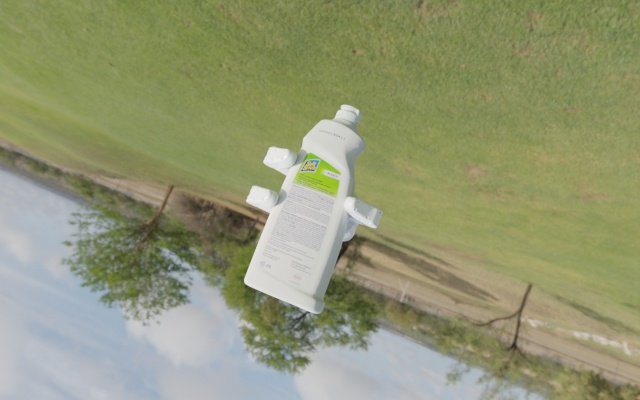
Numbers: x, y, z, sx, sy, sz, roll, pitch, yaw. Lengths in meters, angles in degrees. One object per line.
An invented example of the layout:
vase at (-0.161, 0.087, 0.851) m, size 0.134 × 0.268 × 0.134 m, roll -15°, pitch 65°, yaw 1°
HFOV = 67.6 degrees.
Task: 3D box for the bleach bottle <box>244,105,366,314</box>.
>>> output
bleach bottle at (0.000, 0.002, 0.587) m, size 0.102 × 0.250 × 0.068 m, roll 21°, pitch -10°, yaw 8°
